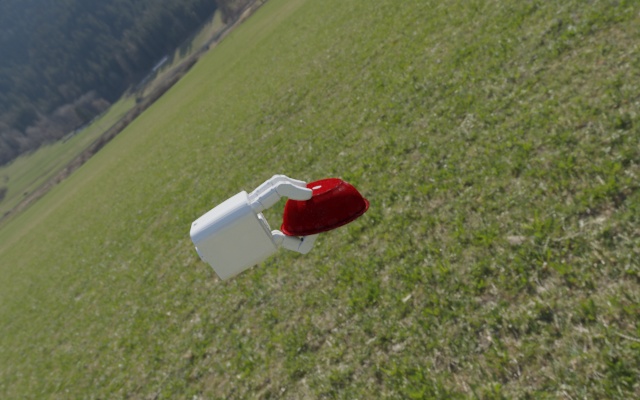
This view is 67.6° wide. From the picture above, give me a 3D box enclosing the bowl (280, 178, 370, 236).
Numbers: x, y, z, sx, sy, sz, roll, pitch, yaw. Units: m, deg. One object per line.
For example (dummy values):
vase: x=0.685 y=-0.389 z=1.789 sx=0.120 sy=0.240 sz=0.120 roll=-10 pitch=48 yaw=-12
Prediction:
bowl: x=0.001 y=0.002 z=0.821 sx=0.162 sy=0.055 sz=0.162 roll=-16 pitch=16 yaw=5
